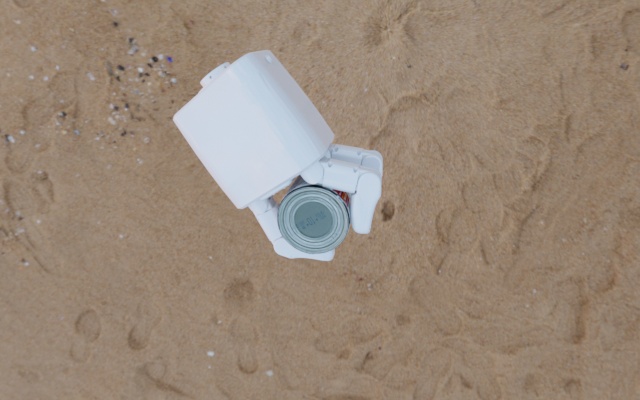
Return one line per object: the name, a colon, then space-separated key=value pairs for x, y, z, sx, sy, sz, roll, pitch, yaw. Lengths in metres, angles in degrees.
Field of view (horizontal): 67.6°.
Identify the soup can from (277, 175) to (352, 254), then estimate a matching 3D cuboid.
soup can: x=0.000 y=0.002 z=0.470 sx=0.068 sy=0.068 sz=0.102 roll=0 pitch=19 yaw=8
